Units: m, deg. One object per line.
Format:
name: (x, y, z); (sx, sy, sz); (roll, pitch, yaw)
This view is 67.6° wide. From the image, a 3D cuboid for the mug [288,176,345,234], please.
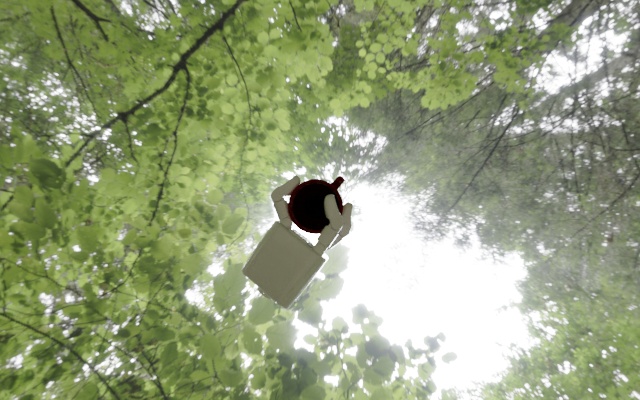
mug: (0.001, 0.002, 0.839); (0.093, 0.117, 0.081); (39, -1, 3)
